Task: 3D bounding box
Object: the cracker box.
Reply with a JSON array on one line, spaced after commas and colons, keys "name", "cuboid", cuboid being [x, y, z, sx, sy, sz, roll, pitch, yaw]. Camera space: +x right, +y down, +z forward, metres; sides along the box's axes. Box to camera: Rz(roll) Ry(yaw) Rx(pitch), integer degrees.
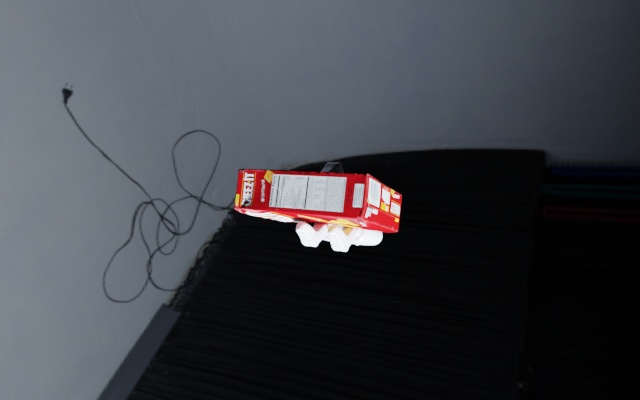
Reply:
[{"name": "cracker box", "cuboid": [0.000, 0.002, 0.747, 0.213, 0.072, 0.164, 3, -8, 26]}]
